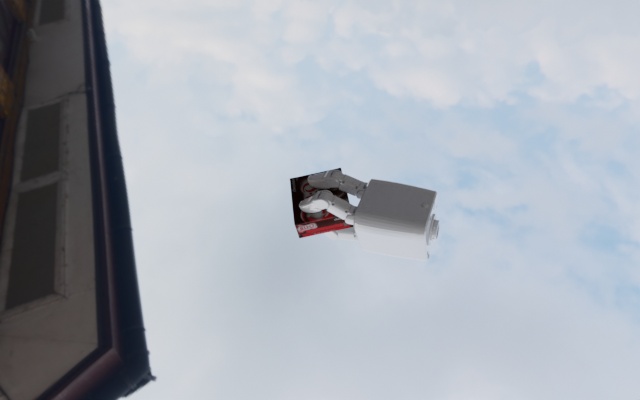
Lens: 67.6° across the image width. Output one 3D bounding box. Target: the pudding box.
[{"bbox_3d":[0.000,0.003,0.773,0.090,0.039,0.113,-12,42,2],"label":"pudding box"}]
